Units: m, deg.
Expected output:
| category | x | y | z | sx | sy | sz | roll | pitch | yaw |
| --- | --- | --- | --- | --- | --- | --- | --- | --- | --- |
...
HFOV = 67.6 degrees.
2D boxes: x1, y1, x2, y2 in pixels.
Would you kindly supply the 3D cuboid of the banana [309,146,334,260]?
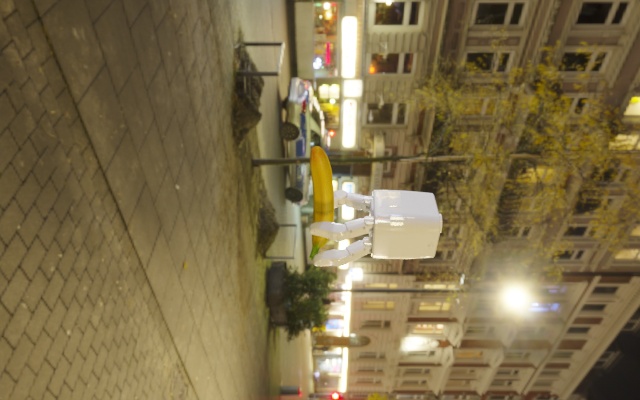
| category | x | y | z | sx | sy | sz | roll | pitch | yaw |
| --- | --- | --- | --- | --- | --- | --- | --- | --- | --- |
| banana | 0.003 | -0.001 | 0.793 | 0.037 | 0.198 | 0.069 | 3 | 22 | 7 |
